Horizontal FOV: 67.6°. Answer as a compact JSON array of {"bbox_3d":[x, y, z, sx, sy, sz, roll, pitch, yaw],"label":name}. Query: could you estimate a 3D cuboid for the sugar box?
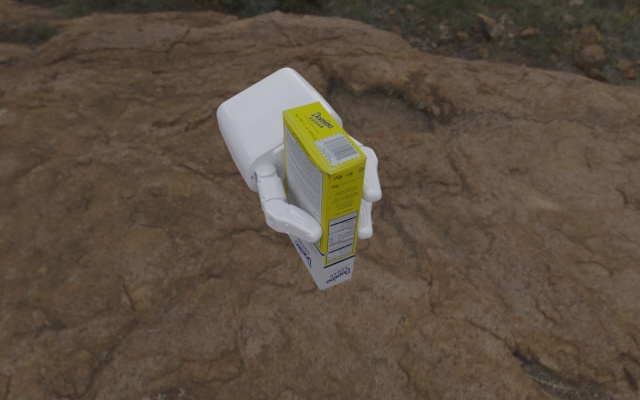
[{"bbox_3d":[0.001,0.001,0.479,0.048,0.176,0.093,-21,51,-17],"label":"sugar box"}]
